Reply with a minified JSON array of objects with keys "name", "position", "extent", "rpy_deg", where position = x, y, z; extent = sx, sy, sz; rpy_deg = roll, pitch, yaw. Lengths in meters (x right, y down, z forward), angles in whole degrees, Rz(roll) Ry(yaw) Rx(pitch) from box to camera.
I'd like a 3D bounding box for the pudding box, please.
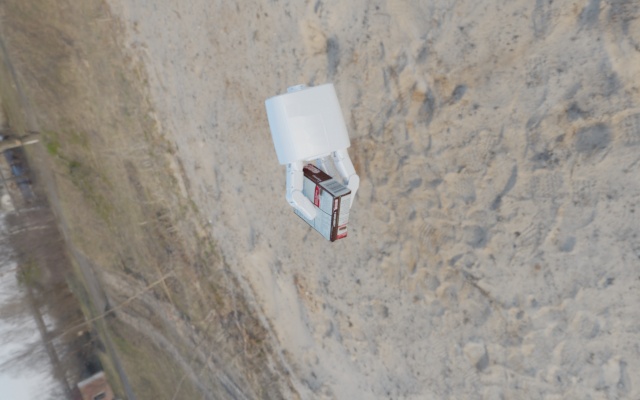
[{"name":"pudding box","position":[0.000,0.003,0.791],"extent":[0.039,0.090,0.113],"rpy_deg":[-18,37,-30]}]
